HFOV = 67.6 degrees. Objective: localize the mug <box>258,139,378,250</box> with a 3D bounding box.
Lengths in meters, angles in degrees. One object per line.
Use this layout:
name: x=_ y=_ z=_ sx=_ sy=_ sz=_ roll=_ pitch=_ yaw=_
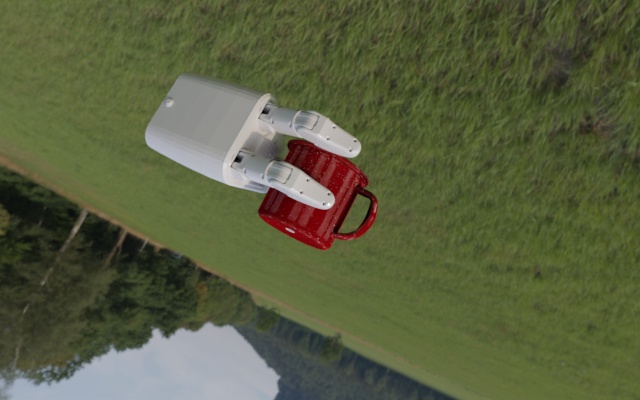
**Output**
mug: x=0.001 y=0.002 z=0.475 sx=0.117 sy=0.081 sz=0.093 roll=22 pitch=-13 yaw=23
